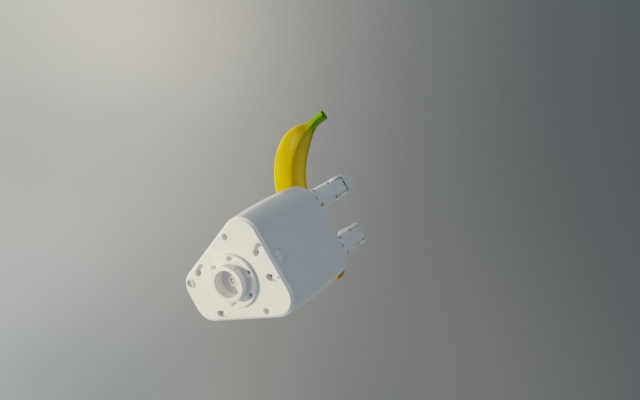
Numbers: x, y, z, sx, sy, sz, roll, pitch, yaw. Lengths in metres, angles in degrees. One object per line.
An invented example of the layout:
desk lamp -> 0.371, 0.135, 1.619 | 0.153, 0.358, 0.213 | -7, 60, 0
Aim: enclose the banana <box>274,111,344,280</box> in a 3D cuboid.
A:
banana -> -0.017, 0.000, 0.557 | 0.069, 0.198, 0.037 | -3, 10, 23
